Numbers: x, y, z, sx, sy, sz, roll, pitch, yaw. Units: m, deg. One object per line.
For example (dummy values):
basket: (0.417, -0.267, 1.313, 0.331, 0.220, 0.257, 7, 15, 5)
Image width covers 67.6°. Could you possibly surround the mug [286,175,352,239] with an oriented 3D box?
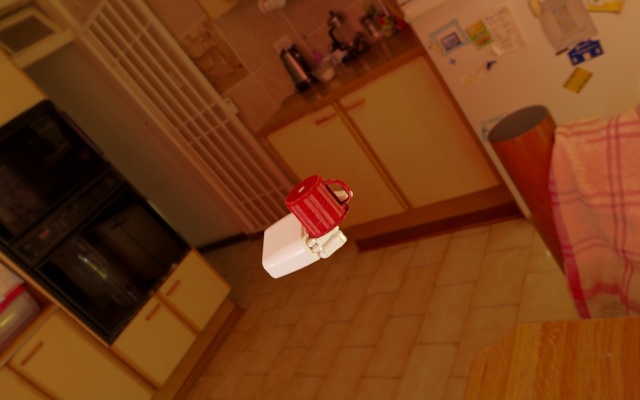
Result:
mug: (0.001, 0.002, 0.859, 0.117, 0.081, 0.093, -30, 22, 25)
